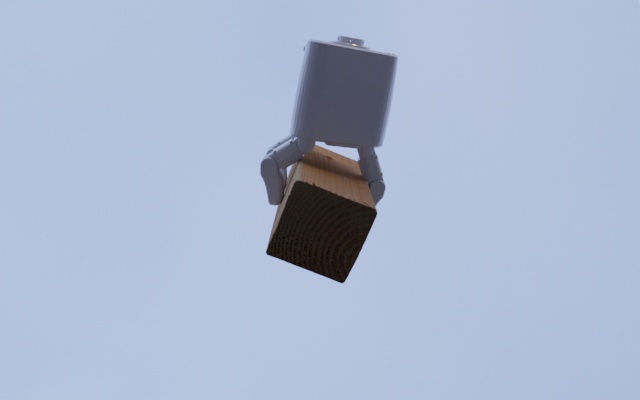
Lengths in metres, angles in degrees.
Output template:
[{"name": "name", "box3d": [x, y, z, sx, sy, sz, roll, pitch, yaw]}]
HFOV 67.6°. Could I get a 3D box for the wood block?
[{"name": "wood block", "box3d": [0.001, 0.002, 0.575, 0.091, 0.090, 0.206, 21, 17, -7]}]
